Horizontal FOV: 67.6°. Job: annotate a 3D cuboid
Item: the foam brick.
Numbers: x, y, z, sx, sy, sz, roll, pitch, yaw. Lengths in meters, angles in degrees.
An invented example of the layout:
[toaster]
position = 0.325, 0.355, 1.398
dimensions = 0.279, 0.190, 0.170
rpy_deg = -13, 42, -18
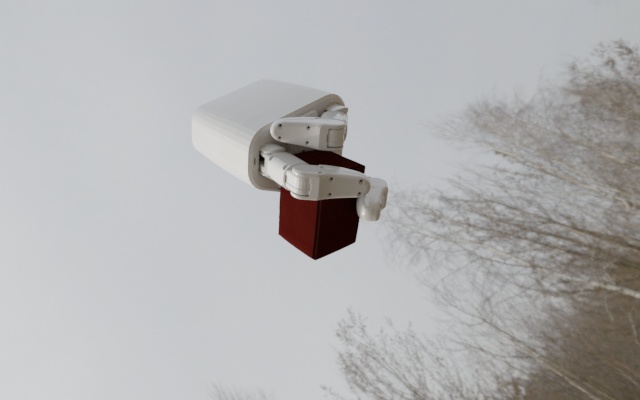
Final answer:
[foam brick]
position = 0.000, 0.002, 0.418
dimensions = 0.053, 0.078, 0.051
rpy_deg = -16, 32, -41
